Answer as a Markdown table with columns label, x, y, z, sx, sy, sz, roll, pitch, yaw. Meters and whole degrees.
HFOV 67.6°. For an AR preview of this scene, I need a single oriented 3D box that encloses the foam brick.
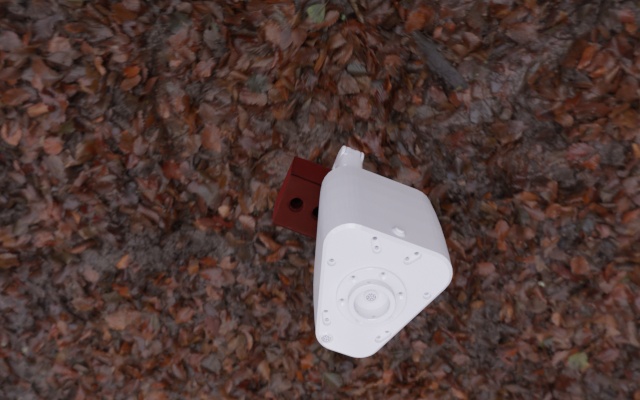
| label | x | y | z | sx | sy | sz | roll | pitch | yaw |
| --- | --- | --- | --- | --- | --- | --- | --- | --- | --- |
| foam brick | 0.000 | 0.001 | 0.447 | 0.078 | 0.053 | 0.051 | 20 | 24 | -7 |
